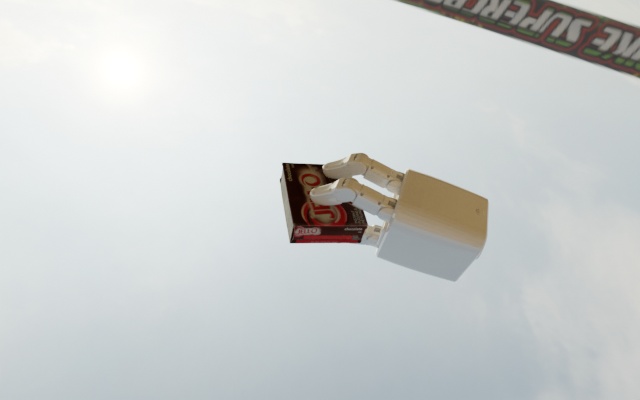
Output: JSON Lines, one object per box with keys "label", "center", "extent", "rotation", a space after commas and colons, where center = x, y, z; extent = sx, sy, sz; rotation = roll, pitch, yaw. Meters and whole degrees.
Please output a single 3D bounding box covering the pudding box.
{"label": "pudding box", "center": [0.000, 0.002, 0.592], "extent": [0.090, 0.039, 0.113], "rotation": [2, 42, -16]}
